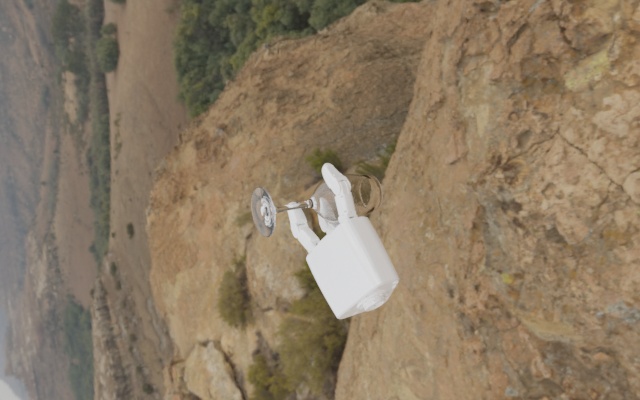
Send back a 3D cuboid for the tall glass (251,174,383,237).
[{"bbox_3d":[-0.001,0.002,0.739,0.201,0.079,0.079,-10,5,-32],"label":"tall glass"}]
